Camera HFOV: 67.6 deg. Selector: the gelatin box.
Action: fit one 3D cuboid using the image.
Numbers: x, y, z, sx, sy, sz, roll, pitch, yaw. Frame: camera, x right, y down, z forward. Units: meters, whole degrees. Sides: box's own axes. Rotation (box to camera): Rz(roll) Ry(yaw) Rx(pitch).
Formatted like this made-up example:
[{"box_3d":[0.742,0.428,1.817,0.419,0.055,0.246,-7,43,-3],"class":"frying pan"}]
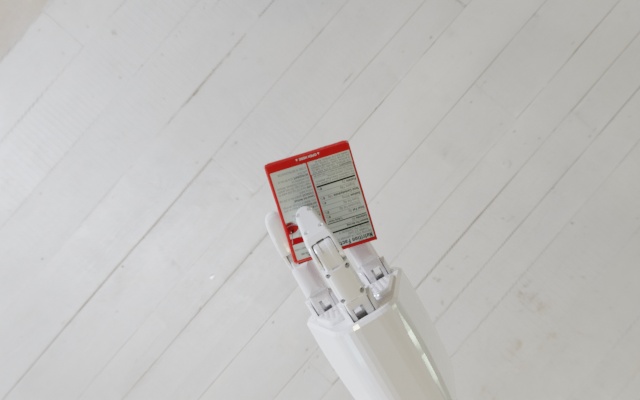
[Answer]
[{"box_3d":[0.000,0.001,0.405,0.073,0.089,0.030,-17,6,-2],"class":"gelatin box"}]
